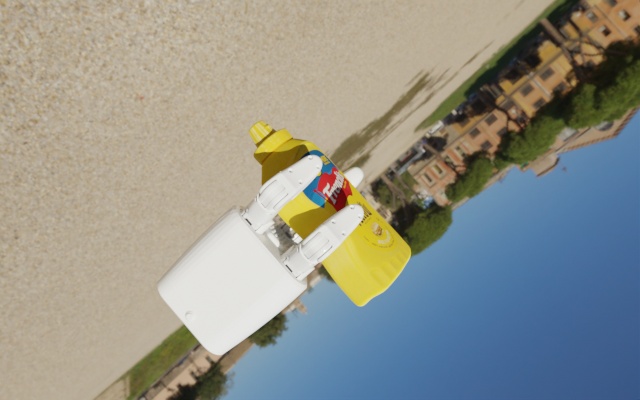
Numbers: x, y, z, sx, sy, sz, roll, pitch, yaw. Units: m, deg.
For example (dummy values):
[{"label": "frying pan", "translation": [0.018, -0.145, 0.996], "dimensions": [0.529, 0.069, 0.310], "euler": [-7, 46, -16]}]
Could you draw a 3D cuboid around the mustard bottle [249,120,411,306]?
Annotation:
[{"label": "mustard bottle", "translation": [0.000, 0.001, 0.452], "dimensions": [0.058, 0.191, 0.096], "euler": [-43, -3, 33]}]
